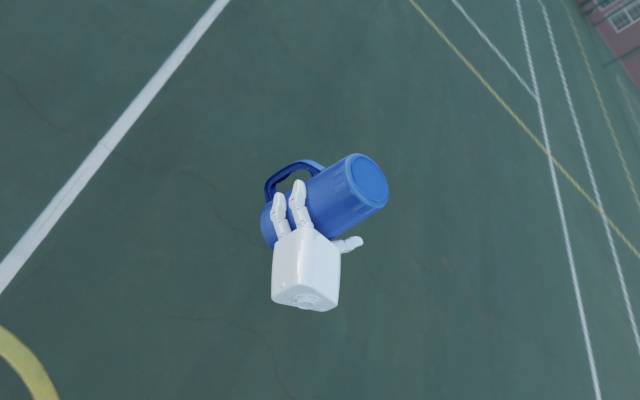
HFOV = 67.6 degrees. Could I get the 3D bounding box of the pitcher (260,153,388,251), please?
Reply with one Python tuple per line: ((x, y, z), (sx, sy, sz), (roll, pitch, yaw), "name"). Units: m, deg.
((0.000, 0.003, 0.896), (0.149, 0.145, 0.243), (28, -42, -31), "pitcher")
